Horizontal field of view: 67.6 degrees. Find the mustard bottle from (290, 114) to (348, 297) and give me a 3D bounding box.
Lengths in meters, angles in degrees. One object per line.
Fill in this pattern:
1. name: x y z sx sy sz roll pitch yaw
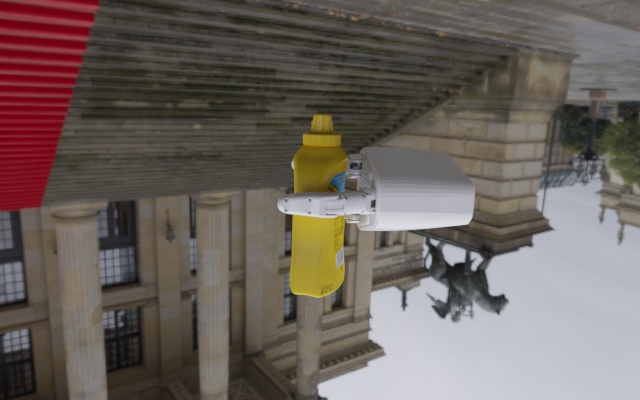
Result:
1. mustard bottle: 0.000 0.002 0.528 0.058 0.192 0.096 6 12 17
